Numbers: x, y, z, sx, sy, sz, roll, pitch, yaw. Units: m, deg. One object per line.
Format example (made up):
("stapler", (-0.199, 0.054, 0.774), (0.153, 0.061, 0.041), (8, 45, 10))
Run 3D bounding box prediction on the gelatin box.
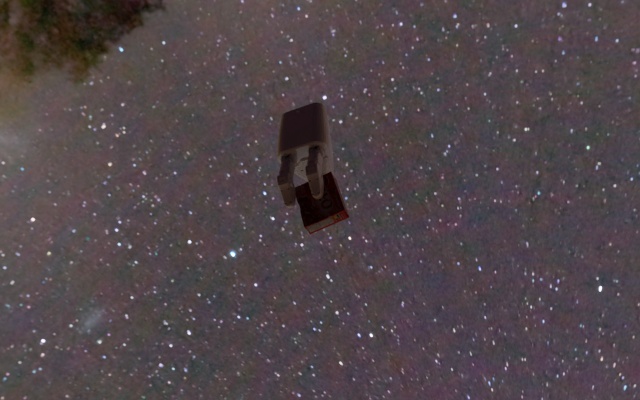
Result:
("gelatin box", (0.000, 0.003, 0.802), (0.073, 0.089, 0.030), (-23, -37, 8))
